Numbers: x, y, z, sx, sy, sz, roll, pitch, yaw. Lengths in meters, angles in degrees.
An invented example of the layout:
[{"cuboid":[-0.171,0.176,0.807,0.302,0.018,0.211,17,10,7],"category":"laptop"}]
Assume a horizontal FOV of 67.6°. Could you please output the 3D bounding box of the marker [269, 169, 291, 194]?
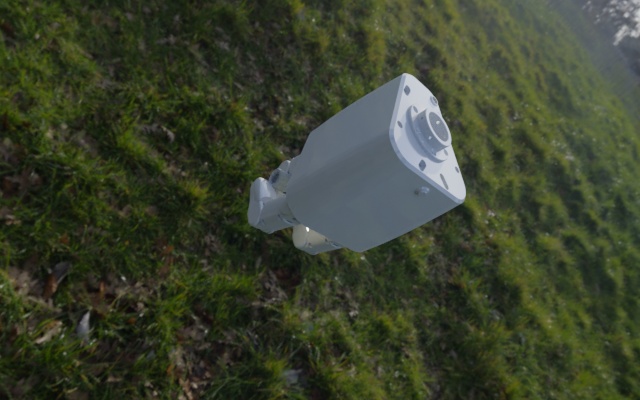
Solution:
[{"cuboid":[0.000,0.002,0.484,0.121,0.020,0.020,29,-17,-35],"category":"marker"}]
